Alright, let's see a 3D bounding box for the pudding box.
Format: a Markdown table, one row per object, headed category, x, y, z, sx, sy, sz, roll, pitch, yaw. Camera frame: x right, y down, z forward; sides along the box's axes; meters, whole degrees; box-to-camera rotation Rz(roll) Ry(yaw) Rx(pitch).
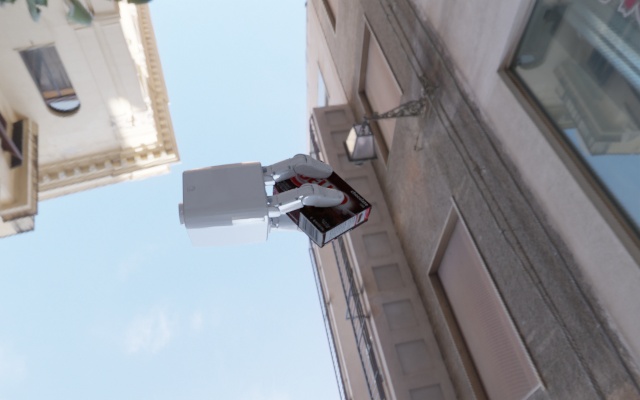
| category | x | y | z | sx | sy | sz | roll | pitch | yaw |
| --- | --- | --- | --- | --- | --- | --- | --- | --- | --- |
| pudding box | 0.000 | 0.002 | 0.662 | 0.090 | 0.039 | 0.113 | -28 | 59 | -29 |
